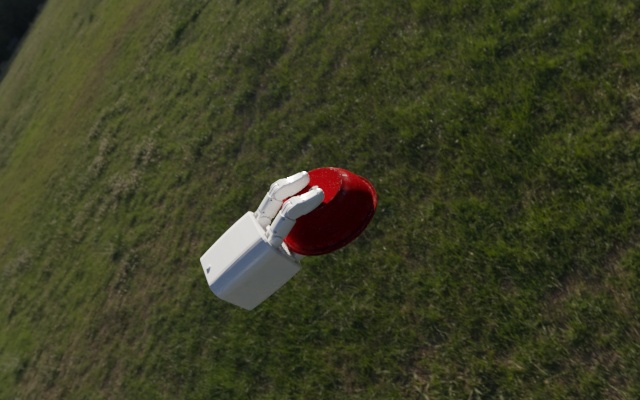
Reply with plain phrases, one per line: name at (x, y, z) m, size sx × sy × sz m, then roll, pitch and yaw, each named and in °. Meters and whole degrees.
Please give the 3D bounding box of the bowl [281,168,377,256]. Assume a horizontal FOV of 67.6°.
bowl at (0.001, 0.001, 0.713) m, size 0.162 × 0.162 × 0.055 m, roll 0°, pitch -42°, yaw 34°
